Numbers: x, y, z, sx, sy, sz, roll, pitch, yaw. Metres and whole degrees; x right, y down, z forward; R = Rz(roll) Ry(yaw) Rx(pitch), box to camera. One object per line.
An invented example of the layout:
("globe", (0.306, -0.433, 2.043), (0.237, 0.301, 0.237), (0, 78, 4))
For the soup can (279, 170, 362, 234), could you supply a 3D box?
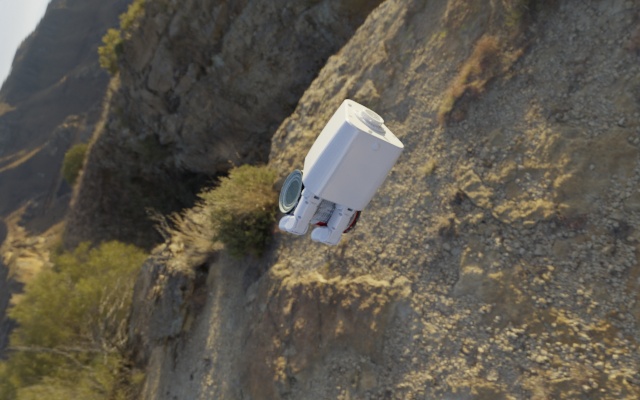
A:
("soup can", (0.000, 0.002, 0.691), (0.102, 0.068, 0.068), (20, -9, -28))
